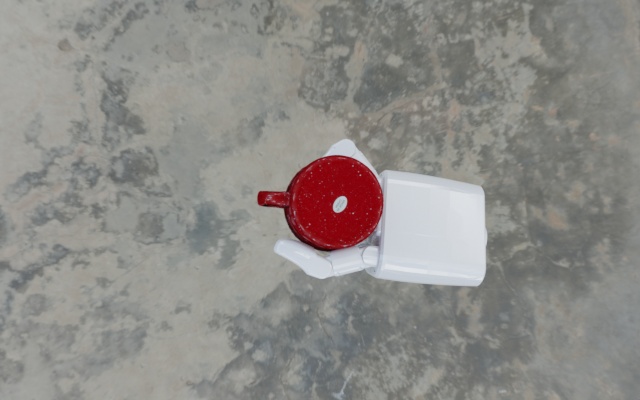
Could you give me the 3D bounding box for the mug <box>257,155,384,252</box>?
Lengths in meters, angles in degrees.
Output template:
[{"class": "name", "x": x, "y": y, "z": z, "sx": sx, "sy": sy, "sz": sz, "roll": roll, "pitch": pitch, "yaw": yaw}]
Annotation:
[{"class": "mug", "x": -0.001, "y": 0.001, "z": 0.442, "sx": 0.117, "sy": 0.093, "sz": 0.081, "roll": 7, "pitch": -3, "yaw": -4}]
